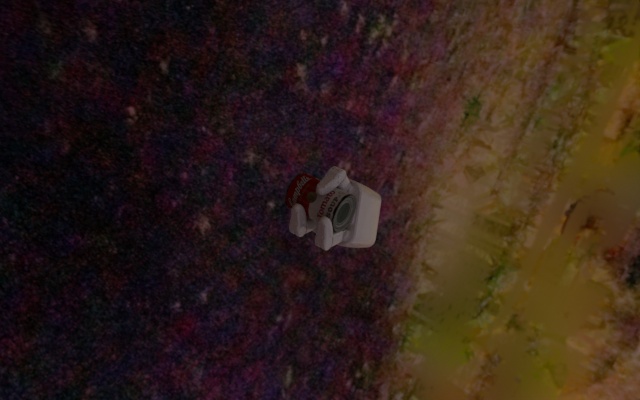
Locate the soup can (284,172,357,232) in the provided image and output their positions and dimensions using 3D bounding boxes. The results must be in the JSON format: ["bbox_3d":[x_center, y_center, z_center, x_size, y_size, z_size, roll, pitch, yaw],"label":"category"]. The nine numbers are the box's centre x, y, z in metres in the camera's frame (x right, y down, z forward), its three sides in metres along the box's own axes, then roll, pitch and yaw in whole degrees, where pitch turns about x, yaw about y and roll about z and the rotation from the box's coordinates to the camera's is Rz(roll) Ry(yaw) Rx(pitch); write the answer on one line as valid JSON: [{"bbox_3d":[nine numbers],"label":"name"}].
[{"bbox_3d":[0.000,0.003,0.791,0.102,0.068,0.068,26,13,29],"label":"soup can"}]
